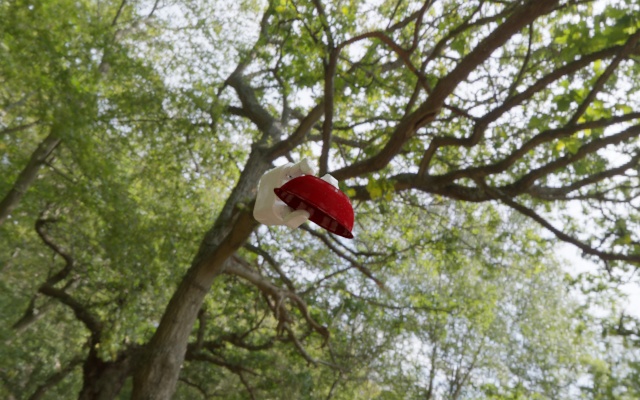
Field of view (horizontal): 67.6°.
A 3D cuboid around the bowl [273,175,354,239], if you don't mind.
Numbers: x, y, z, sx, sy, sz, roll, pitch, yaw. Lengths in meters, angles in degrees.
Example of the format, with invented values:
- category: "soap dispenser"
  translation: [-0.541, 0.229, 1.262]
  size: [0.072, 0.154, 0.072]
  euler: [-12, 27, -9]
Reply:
- category: "bowl"
  translation: [0.001, 0.003, 0.829]
  size: [0.162, 0.055, 0.162]
  euler: [31, -11, 6]
